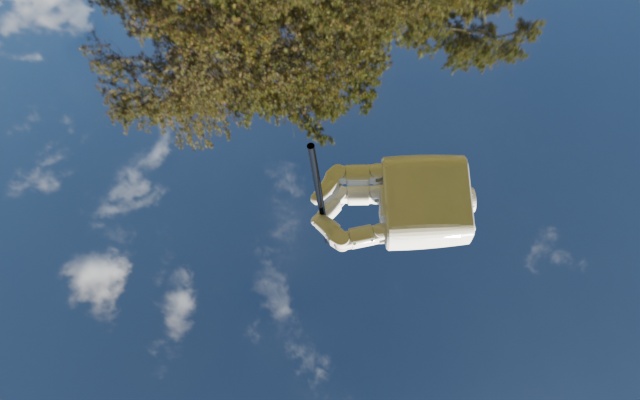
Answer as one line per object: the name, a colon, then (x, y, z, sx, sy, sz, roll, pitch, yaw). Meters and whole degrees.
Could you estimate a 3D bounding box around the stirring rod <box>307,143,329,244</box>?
stirring rod: (0.000, 0.002, 0.582, 0.011, 0.011, 0.240, 0, -28, 5)
